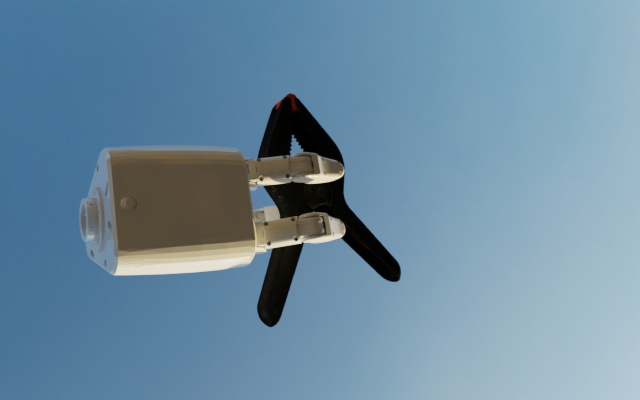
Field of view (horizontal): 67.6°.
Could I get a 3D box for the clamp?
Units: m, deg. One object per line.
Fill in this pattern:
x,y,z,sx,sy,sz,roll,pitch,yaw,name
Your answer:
-0.001,0.001,0.460,0.164,0.210,0.036,-2,-14,-38,clamp
